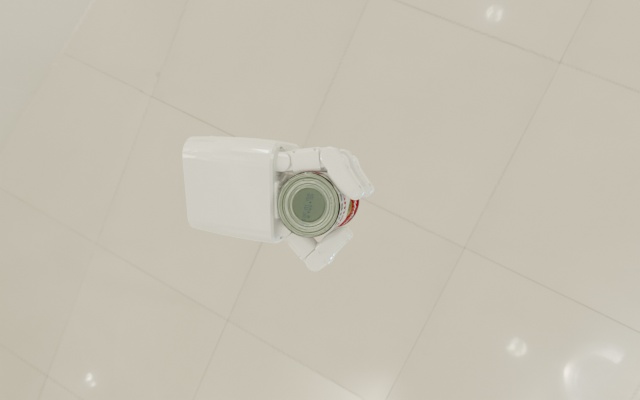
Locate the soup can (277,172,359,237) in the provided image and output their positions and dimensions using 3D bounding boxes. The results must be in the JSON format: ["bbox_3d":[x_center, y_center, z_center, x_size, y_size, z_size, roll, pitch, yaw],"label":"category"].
[{"bbox_3d":[0.000,0.002,0.524,0.068,0.068,0.102,0,3,15],"label":"soup can"}]
